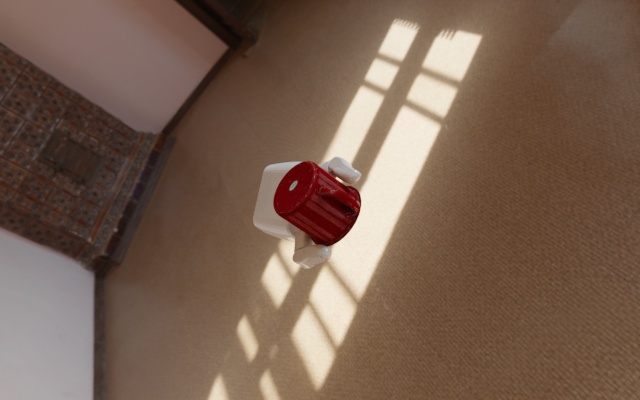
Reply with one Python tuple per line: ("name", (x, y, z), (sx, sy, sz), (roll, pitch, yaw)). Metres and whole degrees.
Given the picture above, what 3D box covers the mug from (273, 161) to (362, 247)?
("mug", (0.001, 0.002, 0.614), (0.081, 0.093, 0.117), (35, -20, -33))
